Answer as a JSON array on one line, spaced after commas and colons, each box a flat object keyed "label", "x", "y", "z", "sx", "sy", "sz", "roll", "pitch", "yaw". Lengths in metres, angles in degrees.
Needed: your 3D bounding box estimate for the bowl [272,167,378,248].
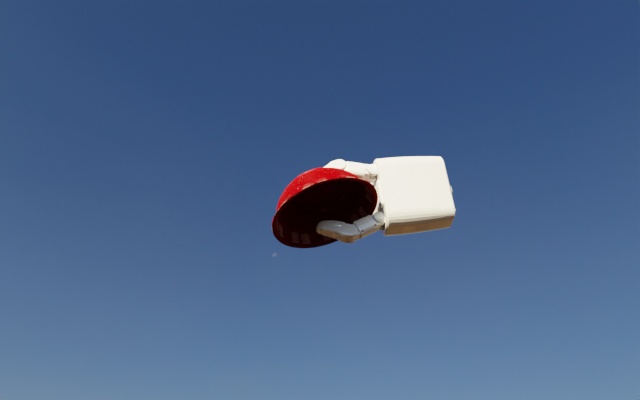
[{"label": "bowl", "x": -0.001, "y": 0.002, "z": 0.702, "sx": 0.162, "sy": 0.055, "sz": 0.162, "roll": -15, "pitch": -35, "yaw": -11}]
